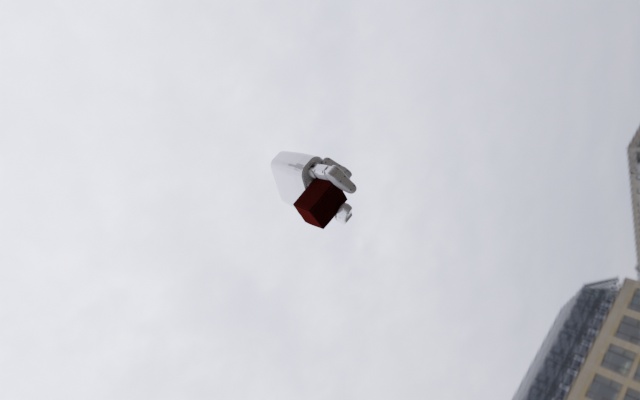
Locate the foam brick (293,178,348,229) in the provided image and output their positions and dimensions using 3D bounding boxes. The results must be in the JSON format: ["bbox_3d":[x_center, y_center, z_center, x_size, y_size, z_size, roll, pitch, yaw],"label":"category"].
[{"bbox_3d":[0.000,0.003,0.857,0.051,0.078,0.053,18,-30,45],"label":"foam brick"}]
